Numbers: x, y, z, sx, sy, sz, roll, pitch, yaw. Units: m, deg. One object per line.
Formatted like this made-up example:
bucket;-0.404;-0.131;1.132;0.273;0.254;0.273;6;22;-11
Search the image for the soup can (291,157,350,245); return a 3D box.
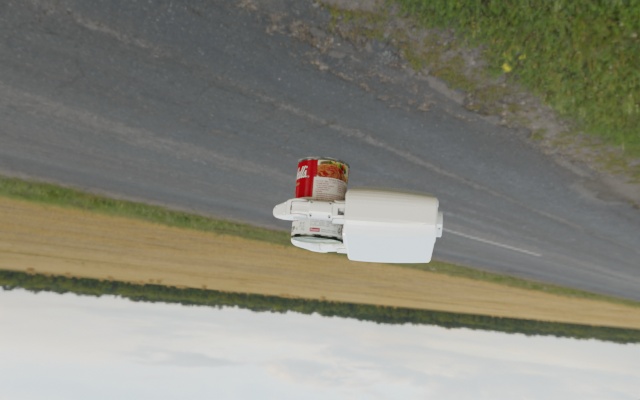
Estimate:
soup can;0.000;0.002;0.615;0.068;0.102;0.068;5;-12;1
